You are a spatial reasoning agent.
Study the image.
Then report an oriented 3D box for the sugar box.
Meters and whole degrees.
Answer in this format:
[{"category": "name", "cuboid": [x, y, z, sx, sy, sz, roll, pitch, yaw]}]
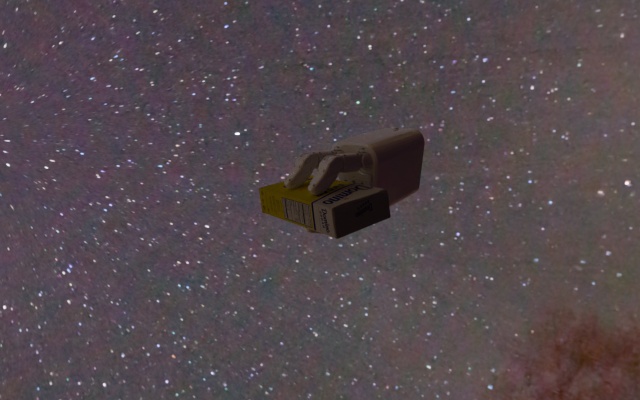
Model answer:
[{"category": "sugar box", "cuboid": [0.000, 0.002, 0.647, 0.093, 0.048, 0.176, -19, 17, -34]}]
